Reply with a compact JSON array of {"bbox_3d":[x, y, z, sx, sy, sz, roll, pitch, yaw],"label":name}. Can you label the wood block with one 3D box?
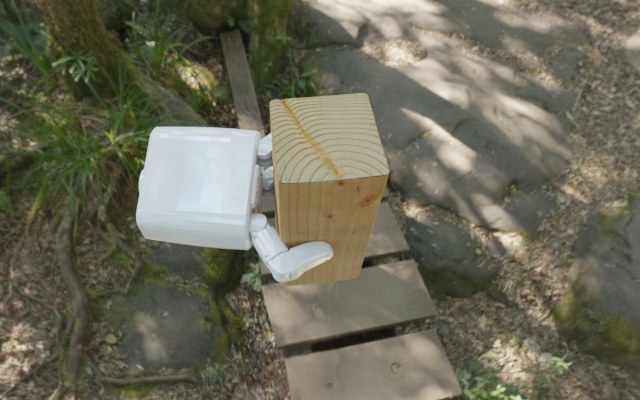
[{"bbox_3d":[0.000,0.002,0.479,0.090,0.090,0.206,-5,-32,-7],"label":"wood block"}]
